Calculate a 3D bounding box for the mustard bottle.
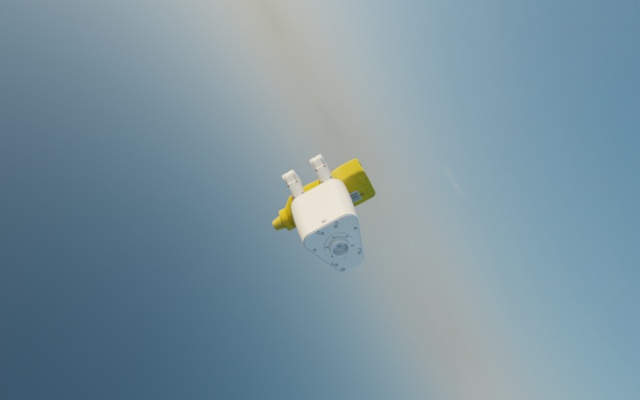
[{"bbox_3d":[0.000,0.002,0.861,0.191,0.058,0.096,-29,-32,6],"label":"mustard bottle"}]
